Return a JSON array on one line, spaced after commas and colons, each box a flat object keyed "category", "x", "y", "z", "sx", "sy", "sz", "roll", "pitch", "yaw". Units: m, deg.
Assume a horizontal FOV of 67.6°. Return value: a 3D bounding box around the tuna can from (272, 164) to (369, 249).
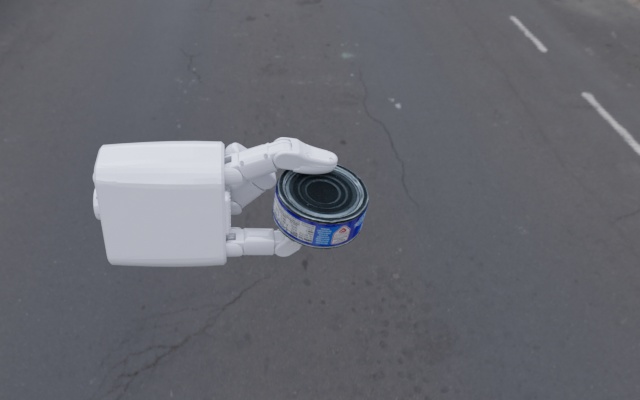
[{"category": "tuna can", "x": 0.000, "y": 0.001, "z": 0.435, "sx": 0.086, "sy": 0.034, "sz": 0.086, "roll": 7, "pitch": 42, "yaw": -6}]
